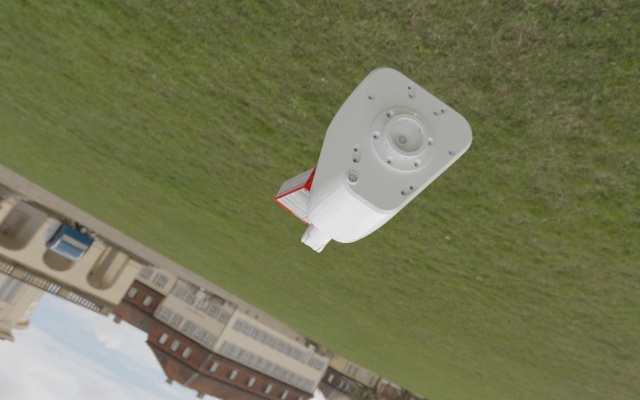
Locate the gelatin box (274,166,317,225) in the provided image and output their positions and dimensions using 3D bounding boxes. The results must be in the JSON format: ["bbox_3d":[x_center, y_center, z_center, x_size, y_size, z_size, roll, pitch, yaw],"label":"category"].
[{"bbox_3d":[0.000,0.002,0.513,0.073,0.030,0.089,36,-23,-16],"label":"gelatin box"}]
